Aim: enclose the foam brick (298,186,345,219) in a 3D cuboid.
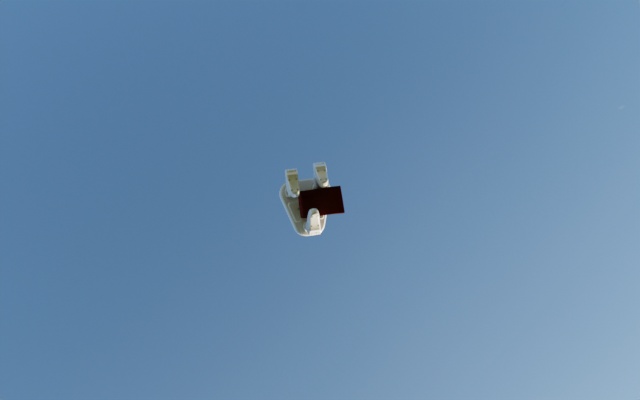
[{"bbox_3d":[0.000,0.003,0.892,0.078,0.053,0.051,-7,0,-8],"label":"foam brick"}]
